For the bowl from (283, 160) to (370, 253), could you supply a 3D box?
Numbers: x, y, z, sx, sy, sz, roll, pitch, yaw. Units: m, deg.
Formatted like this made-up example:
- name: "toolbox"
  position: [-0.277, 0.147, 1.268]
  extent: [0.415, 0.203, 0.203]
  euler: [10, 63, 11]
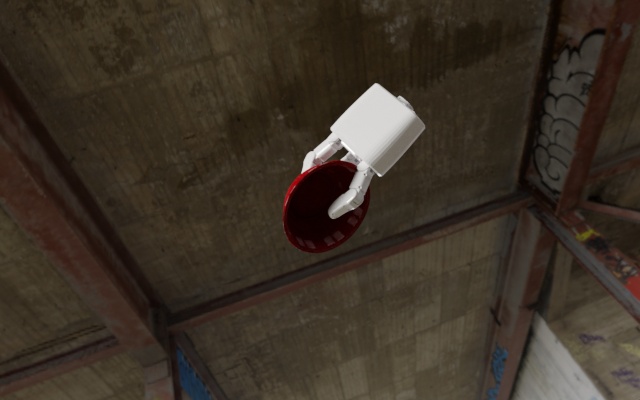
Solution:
- name: "bowl"
  position: [-0.001, 0.003, 0.772]
  extent: [0.162, 0.162, 0.055]
  euler: [0, 24, -35]
